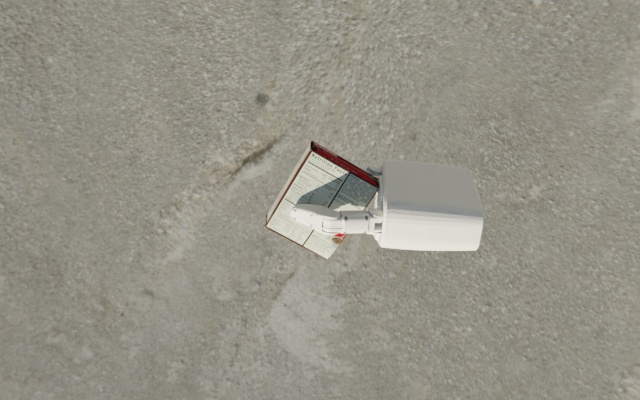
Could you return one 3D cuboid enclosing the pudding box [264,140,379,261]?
[{"bbox_3d":[0.000,0.002,0.548,0.090,0.113,0.039,30,19,-10],"label":"pudding box"}]
